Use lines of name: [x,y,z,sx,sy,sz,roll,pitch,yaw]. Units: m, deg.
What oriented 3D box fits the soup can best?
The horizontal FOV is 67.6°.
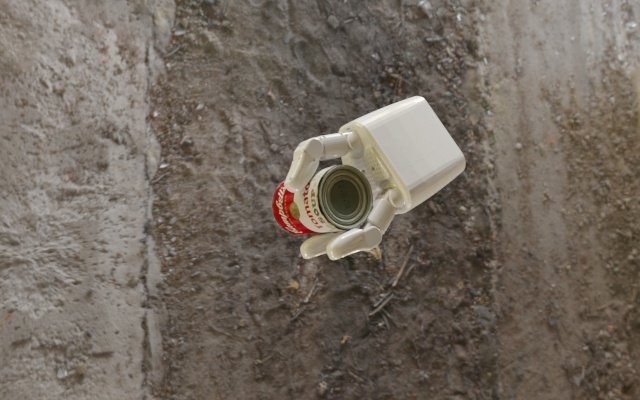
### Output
soup can: [0.000,0.002,0.512,0.068,0.068,0.102,0,-6,-32]
